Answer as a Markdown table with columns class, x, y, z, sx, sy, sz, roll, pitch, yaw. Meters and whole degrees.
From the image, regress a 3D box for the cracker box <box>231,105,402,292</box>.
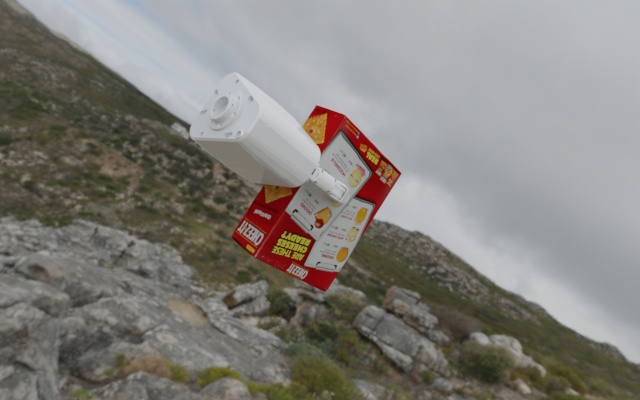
| class | x | y | z | sx | sy | sz | roll | pitch | yaw |
| --- | --- | --- | --- | --- | --- | --- | --- | --- | --- |
| cracker box | 0.000 | 0.002 | 0.673 | 0.072 | 0.213 | 0.164 | 30 | -4 | 44 |
